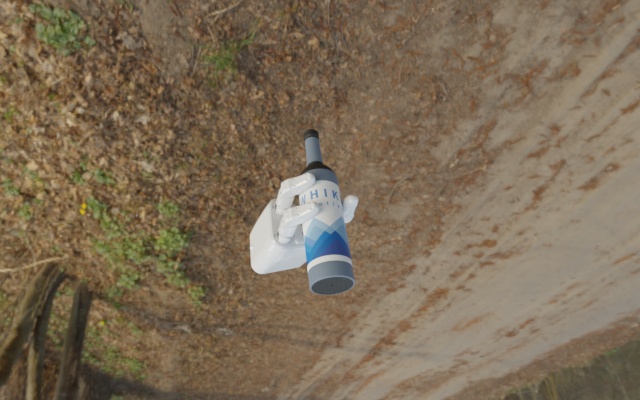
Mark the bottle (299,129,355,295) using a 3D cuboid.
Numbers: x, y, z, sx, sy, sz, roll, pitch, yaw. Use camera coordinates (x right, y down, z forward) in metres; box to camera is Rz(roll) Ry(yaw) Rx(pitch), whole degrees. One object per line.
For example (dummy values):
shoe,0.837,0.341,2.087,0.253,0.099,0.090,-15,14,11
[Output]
bottle,0.000,0.003,0.771,0.069,0.295,0.069,-6,-34,-4
